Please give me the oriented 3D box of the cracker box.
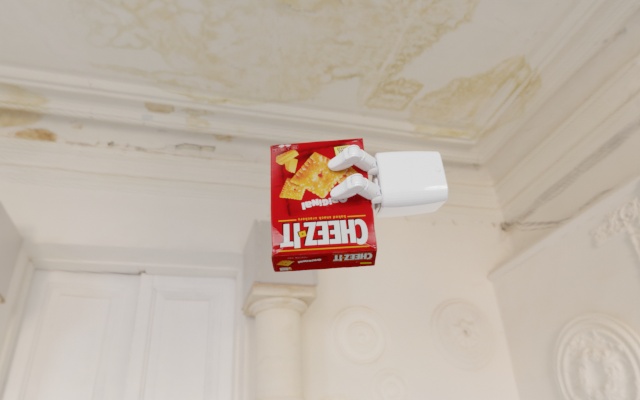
[{"bbox_3d":[0.000,0.003,0.790,0.164,0.213,0.072,-4,-31,0],"label":"cracker box"}]
